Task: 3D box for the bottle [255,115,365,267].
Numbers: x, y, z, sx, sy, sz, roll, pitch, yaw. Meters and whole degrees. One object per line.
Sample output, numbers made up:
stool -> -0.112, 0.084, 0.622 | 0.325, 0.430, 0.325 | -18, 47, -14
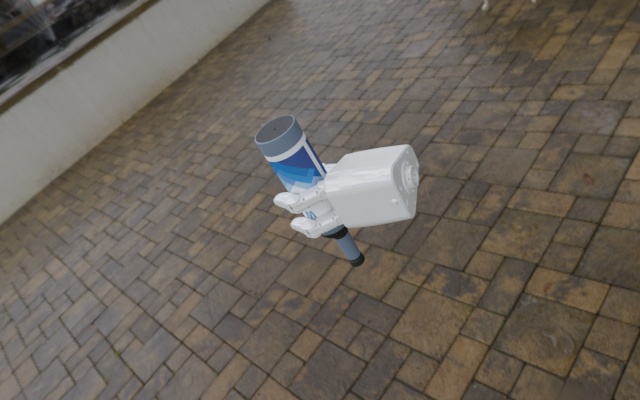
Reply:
bottle -> 0.000, 0.002, 0.758 | 0.069, 0.296, 0.069 | -21, 35, 16
